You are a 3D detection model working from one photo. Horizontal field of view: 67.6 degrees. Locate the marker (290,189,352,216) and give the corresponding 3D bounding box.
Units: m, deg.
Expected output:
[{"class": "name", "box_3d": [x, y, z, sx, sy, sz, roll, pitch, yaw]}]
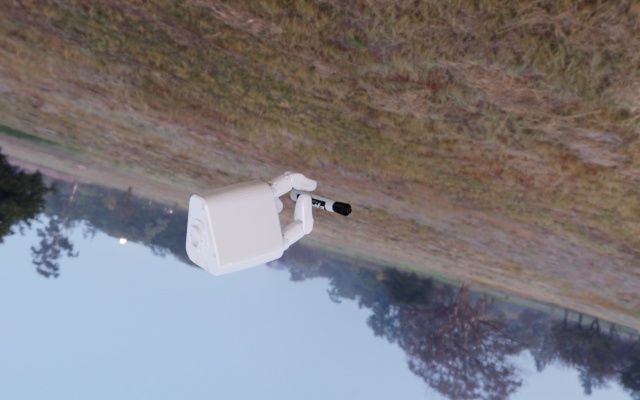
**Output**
[{"class": "marker", "box_3d": [0.000, 0.002, 0.711, 0.020, 0.020, 0.121, 0, 12, -44]}]
